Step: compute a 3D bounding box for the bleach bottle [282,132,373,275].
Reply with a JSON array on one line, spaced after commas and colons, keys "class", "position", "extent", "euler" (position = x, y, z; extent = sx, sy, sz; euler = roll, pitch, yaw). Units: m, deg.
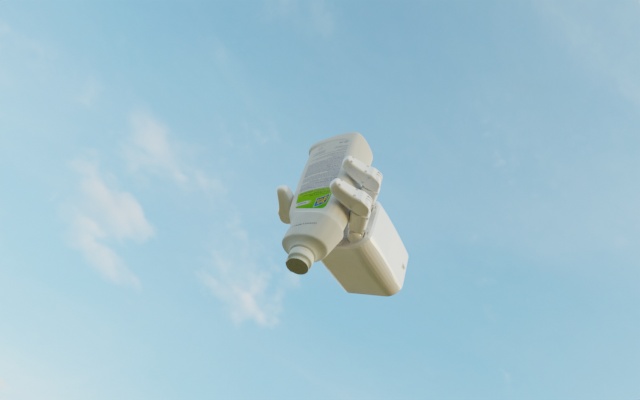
[{"class": "bleach bottle", "position": [0.000, 0.002, 0.656], "extent": [0.102, 0.068, 0.250], "euler": [-16, 31, 31]}]
